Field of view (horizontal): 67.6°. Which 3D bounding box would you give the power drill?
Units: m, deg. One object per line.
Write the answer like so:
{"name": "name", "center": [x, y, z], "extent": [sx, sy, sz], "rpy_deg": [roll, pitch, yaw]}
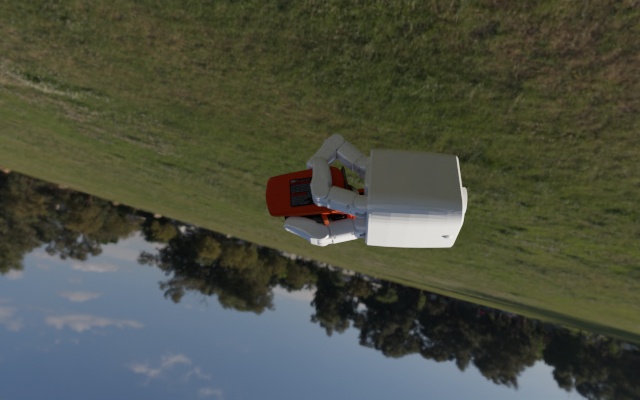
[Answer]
{"name": "power drill", "center": [0.000, 0.002, 0.673], "extent": [0.184, 0.057, 0.188], "rpy_deg": [-10, -10, 22]}
